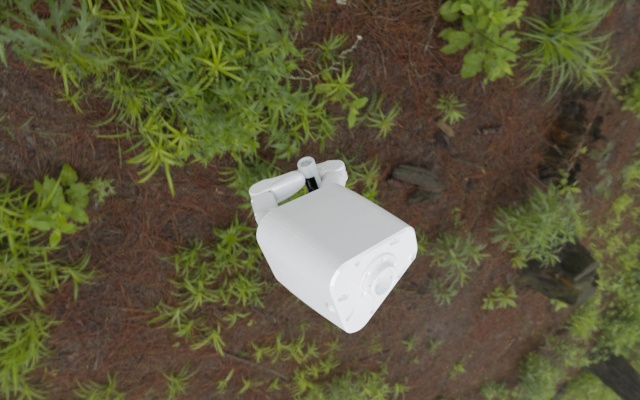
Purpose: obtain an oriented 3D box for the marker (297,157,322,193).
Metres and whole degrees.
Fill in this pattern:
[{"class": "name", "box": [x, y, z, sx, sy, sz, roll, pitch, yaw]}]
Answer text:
[{"class": "marker", "box": [0.000, 0.002, 0.545, 0.020, 0.121, 0.020, -11, 42, 10]}]
